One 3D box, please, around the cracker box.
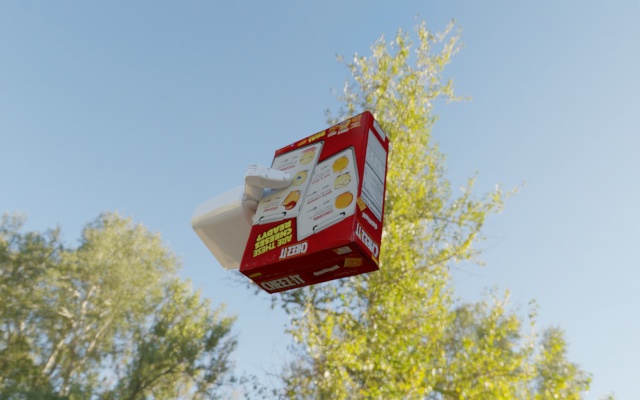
[{"bbox_3d":[0.000,0.002,0.616,0.164,0.213,0.072,-19,-47,31],"label":"cracker box"}]
